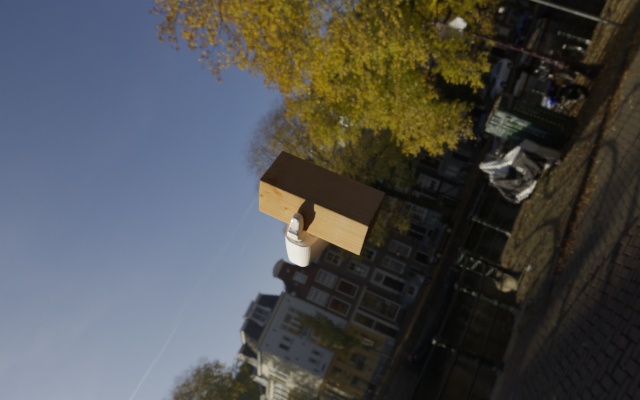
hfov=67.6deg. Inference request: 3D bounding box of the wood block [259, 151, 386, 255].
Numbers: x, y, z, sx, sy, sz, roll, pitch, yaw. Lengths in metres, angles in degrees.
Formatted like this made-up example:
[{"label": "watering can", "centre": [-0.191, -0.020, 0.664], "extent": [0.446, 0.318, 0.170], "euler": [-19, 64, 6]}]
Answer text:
[{"label": "wood block", "centre": [0.000, 0.003, 0.869], "extent": [0.206, 0.090, 0.090], "euler": [23, -40, 11]}]
